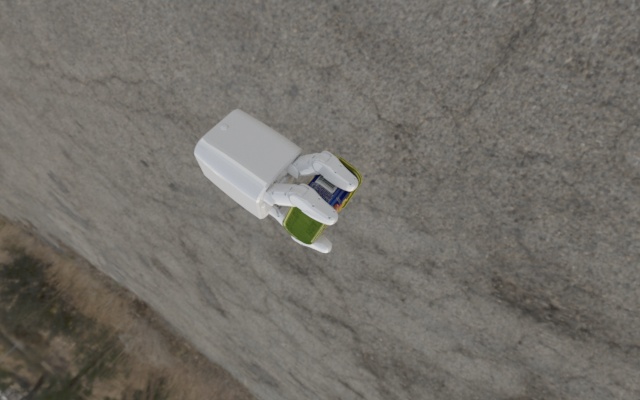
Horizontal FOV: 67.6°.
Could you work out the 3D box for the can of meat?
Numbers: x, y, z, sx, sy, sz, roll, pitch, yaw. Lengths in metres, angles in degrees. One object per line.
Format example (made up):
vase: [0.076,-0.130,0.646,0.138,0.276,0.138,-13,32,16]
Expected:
can of meat: [0.000,0.002,0.626,0.057,0.084,0.102,37,-33,4]
